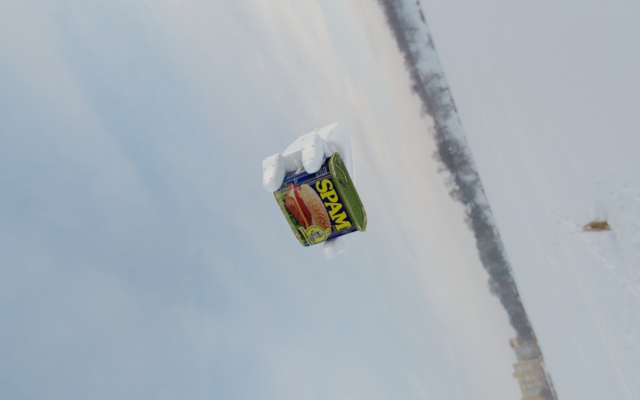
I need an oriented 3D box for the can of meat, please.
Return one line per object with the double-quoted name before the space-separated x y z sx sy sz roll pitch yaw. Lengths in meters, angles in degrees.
"can of meat" 0.000 0.002 0.599 0.084 0.102 0.057 -19 21 18
